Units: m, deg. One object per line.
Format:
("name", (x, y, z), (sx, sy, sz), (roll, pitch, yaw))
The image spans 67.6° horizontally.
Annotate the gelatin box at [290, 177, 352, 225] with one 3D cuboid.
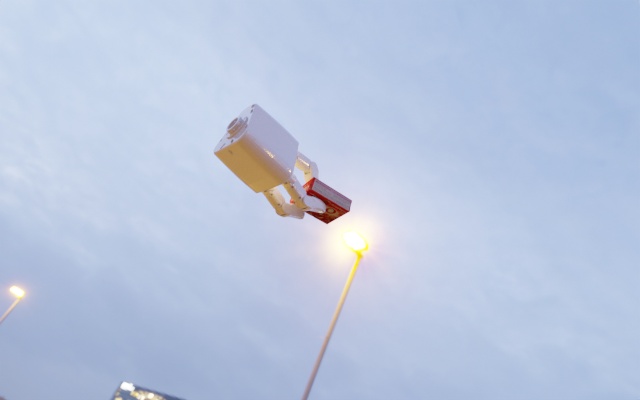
("gelatin box", (0.001, 0.003, 0.866), (0.089, 0.030, 0.073), (30, -35, -21))
